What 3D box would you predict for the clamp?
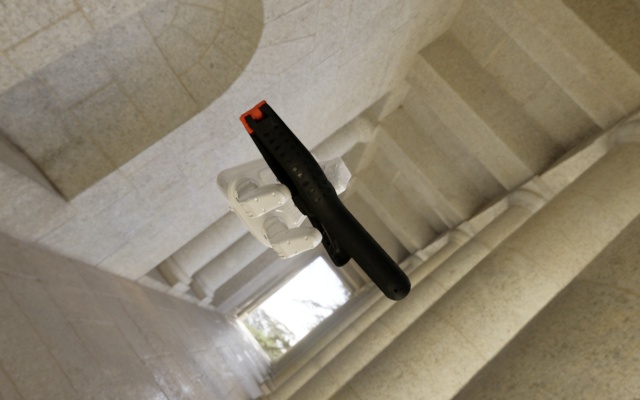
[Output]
[{"bbox_3d":[0.000,0.001,0.448,0.036,0.210,0.164,-38,19,-12],"label":"clamp"}]
